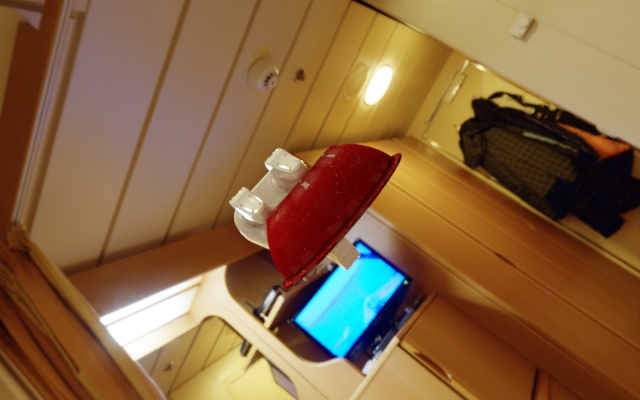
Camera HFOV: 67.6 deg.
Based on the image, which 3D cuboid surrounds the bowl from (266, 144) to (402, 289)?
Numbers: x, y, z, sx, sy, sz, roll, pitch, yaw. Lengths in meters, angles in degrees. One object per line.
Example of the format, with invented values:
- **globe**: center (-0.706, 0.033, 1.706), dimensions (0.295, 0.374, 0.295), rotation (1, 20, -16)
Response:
- **bowl**: center (0.000, 0.001, 0.435), dimensions (0.055, 0.162, 0.162), rotation (41, -3, -3)
